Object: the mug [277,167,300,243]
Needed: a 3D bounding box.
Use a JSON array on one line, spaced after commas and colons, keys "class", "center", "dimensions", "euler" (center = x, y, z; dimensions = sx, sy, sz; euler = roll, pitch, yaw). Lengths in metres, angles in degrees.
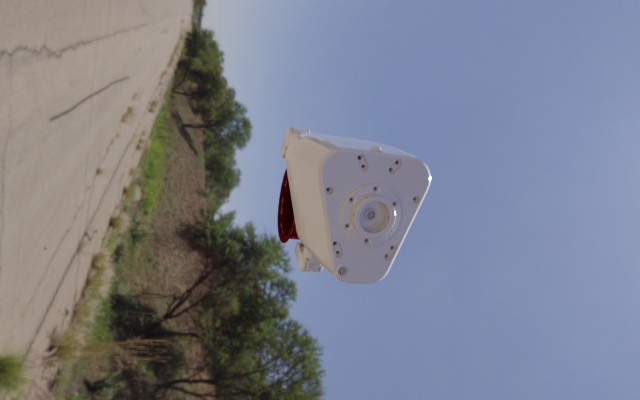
[{"class": "mug", "center": [0.000, 0.002, 0.533], "dimensions": [0.081, 0.093, 0.117], "euler": [8, 11, -16]}]
